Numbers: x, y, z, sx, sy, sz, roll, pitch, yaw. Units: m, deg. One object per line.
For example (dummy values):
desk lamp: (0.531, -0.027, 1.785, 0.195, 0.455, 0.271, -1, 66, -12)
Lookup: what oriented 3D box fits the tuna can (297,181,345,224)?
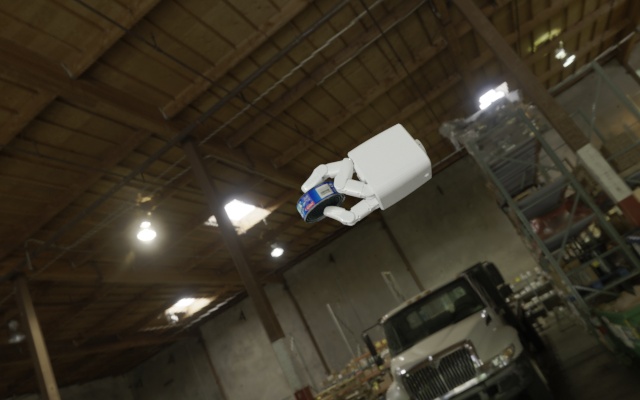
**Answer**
tuna can: (0.000, 0.002, 0.864, 0.086, 0.033, 0.086, -30, -20, -12)
